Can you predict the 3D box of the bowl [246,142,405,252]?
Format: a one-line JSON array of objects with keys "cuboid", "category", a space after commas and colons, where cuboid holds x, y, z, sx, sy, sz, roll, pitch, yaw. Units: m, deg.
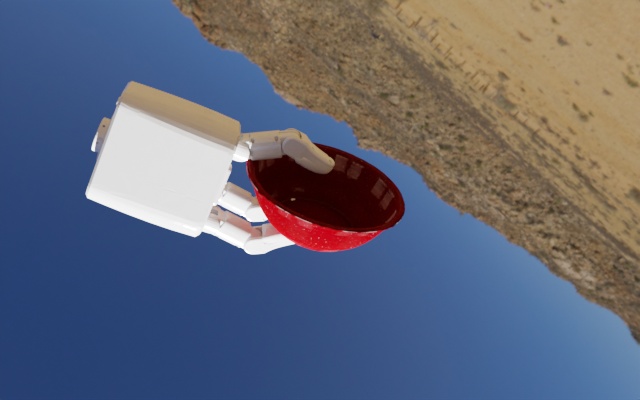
[{"cuboid": [0.001, 0.002, 0.482, 0.162, 0.055, 0.162, 13, 31, -8], "category": "bowl"}]
